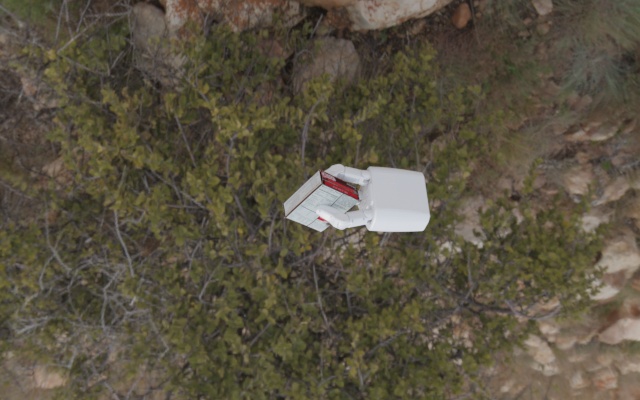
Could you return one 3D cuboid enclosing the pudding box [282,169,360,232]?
[{"bbox_3d":[0.000,0.003,0.857,0.090,0.039,0.113,25,-52,-33],"label":"pudding box"}]
